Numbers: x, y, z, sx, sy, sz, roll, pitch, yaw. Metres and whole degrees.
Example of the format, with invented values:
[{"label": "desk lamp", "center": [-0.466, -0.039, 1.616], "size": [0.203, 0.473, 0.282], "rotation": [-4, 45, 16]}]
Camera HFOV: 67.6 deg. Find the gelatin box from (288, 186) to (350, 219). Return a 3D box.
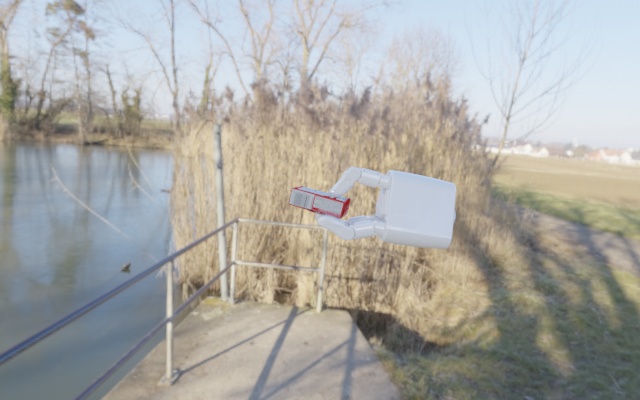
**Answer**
[{"label": "gelatin box", "center": [0.000, 0.002, 0.766], "size": [0.089, 0.030, 0.073], "rotation": [15, 6, 7]}]
